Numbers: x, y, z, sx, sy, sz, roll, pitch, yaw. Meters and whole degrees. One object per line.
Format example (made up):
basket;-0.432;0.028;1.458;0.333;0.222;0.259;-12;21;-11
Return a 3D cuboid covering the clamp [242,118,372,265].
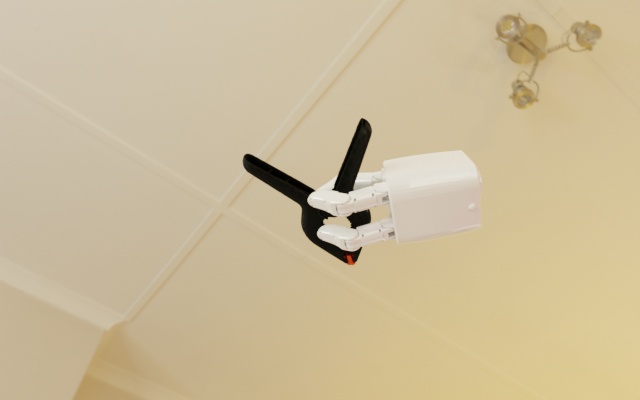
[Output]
clamp;0.000;0.002;0.627;0.164;0.210;0.036;-9;33;9
